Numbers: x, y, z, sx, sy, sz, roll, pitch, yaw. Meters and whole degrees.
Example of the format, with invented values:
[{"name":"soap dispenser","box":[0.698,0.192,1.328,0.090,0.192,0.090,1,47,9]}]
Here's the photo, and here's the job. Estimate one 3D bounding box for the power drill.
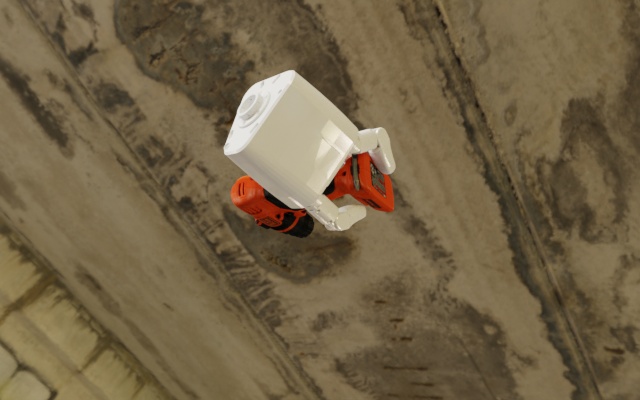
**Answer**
[{"name":"power drill","box":[0.000,0.002,0.652,0.187,0.057,0.184,-15,-23,22]}]
